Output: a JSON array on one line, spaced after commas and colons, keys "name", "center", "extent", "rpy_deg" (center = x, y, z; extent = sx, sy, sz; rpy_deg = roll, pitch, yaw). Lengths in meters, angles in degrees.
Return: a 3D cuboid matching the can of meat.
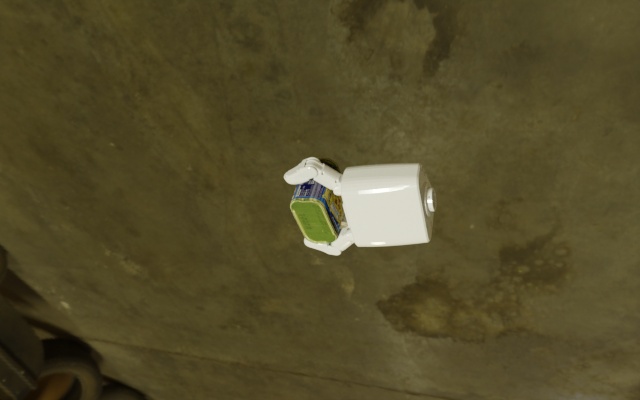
[{"name": "can of meat", "center": [0.000, 0.002, 0.705], "extent": [0.057, 0.084, 0.102], "rpy_deg": [-2, -43, 22]}]
